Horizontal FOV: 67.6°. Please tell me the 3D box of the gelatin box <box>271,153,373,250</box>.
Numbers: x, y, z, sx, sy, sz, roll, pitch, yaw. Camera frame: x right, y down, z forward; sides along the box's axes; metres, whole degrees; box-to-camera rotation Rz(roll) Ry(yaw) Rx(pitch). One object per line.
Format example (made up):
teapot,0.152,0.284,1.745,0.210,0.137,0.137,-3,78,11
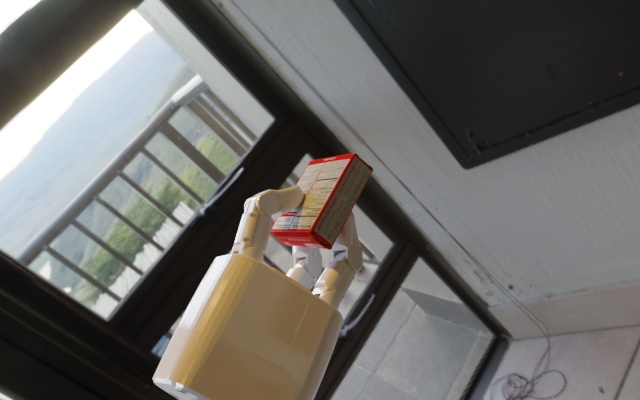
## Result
gelatin box,0.000,0.001,0.445,0.030,0.089,0.073,39,-23,-27
